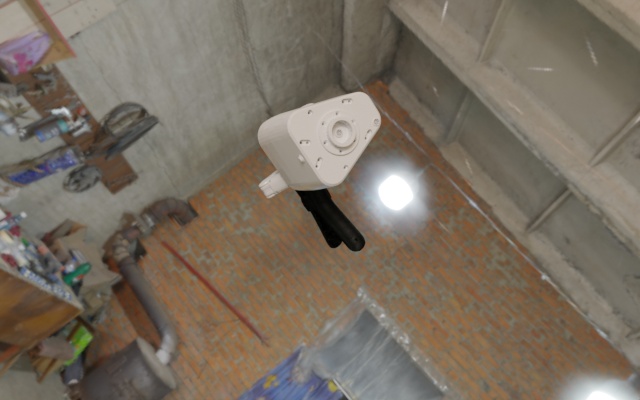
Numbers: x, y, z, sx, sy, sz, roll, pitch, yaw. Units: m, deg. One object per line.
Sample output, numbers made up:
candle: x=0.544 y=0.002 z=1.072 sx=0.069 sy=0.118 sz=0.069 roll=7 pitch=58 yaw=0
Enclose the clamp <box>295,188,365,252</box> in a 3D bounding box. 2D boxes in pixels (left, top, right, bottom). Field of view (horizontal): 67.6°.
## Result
clamp: x=0.000 y=0.002 z=0.654 sx=0.039 sy=0.171 sz=0.120 roll=-39 pitch=15 yaw=-19
